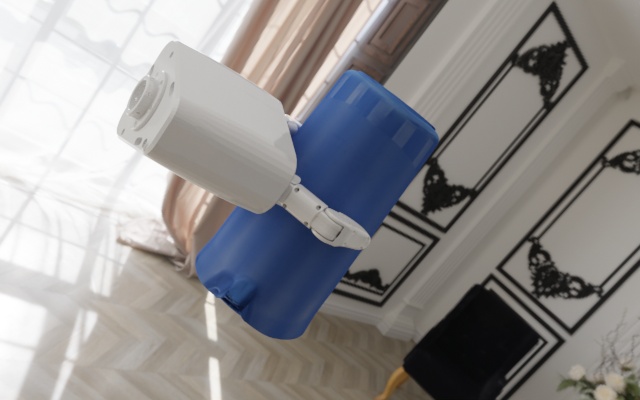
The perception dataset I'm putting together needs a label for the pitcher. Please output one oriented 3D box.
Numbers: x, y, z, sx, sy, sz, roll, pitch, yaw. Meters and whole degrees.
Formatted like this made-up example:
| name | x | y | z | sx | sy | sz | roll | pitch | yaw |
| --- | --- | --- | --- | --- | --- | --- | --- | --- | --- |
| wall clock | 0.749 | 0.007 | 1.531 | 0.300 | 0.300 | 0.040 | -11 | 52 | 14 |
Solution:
| name | x | y | z | sx | sy | sz | roll | pitch | yaw |
| --- | --- | --- | --- | --- | --- | --- | --- | --- | --- |
| pitcher | 0.000 | 0.002 | 0.471 | 0.145 | 0.243 | 0.149 | 28 | 15 | -37 |
